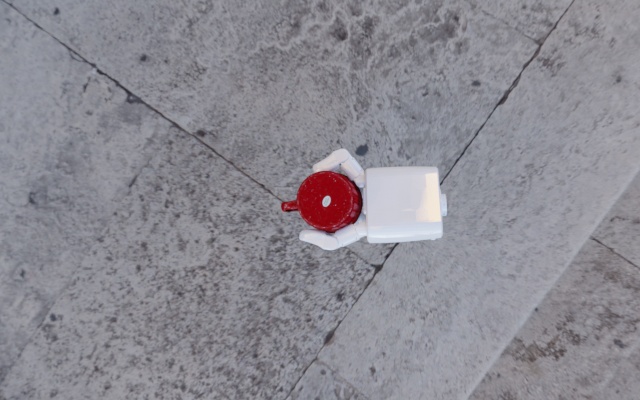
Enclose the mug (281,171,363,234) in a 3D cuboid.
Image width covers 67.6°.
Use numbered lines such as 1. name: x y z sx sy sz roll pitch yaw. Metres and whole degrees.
1. mug: -0.001 0.002 0.689 0.117 0.093 0.081 -4 -4 9
